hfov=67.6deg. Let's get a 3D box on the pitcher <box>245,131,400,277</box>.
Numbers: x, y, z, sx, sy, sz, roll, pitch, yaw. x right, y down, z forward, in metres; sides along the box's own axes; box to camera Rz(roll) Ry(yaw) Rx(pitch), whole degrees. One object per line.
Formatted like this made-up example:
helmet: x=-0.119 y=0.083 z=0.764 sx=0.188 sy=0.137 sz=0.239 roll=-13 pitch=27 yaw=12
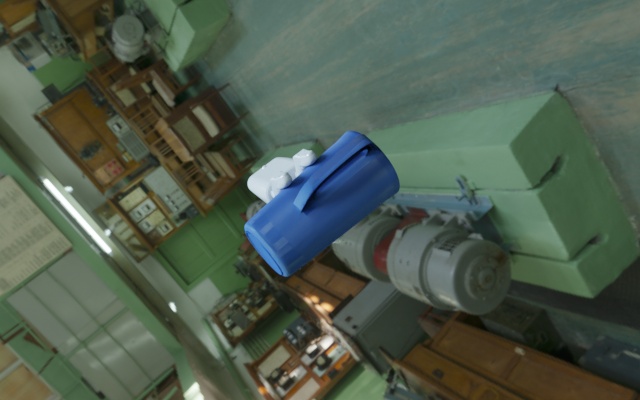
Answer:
pitcher: x=0.000 y=0.003 z=0.765 sx=0.243 sy=0.149 sz=0.145 roll=-40 pitch=27 yaw=-16
